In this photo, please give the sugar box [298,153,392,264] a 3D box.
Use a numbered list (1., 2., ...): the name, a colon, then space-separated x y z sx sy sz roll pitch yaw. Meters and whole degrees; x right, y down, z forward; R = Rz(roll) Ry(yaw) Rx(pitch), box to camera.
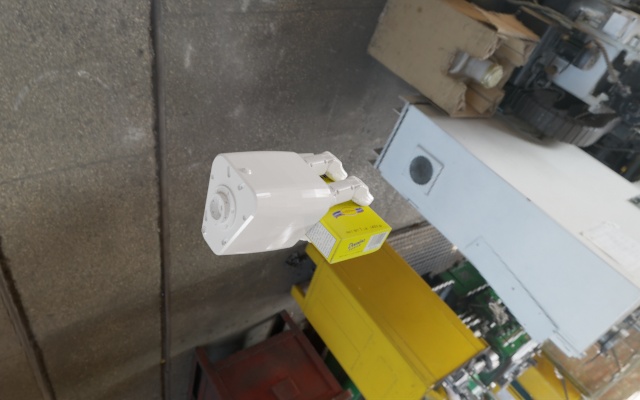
1. sugar box: 0.000 0.002 0.627 0.093 0.048 0.176 -8 45 -43
